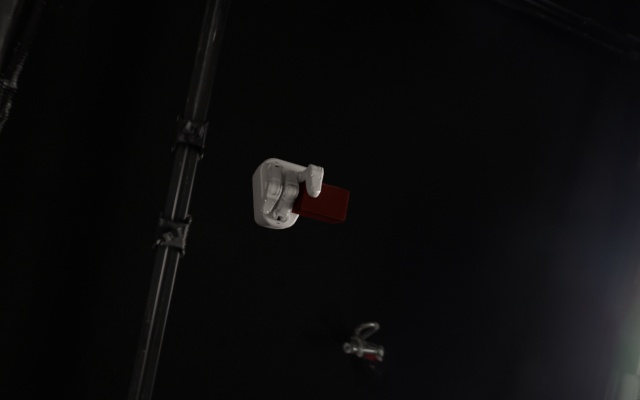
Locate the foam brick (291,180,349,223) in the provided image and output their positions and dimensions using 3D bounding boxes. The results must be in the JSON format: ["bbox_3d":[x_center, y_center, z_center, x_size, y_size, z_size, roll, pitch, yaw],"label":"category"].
[{"bbox_3d":[0.000,0.003,0.783,0.078,0.053,0.051,16,-12,-16],"label":"foam brick"}]
